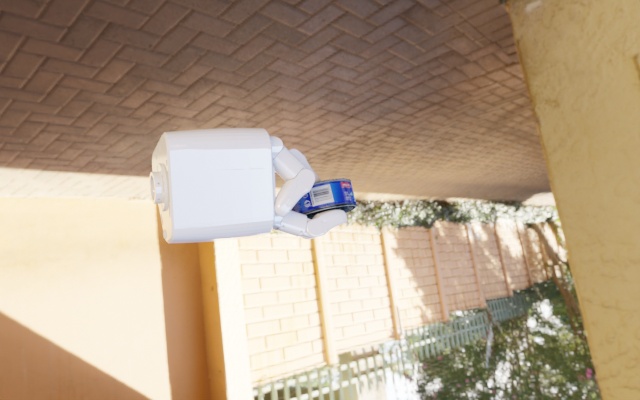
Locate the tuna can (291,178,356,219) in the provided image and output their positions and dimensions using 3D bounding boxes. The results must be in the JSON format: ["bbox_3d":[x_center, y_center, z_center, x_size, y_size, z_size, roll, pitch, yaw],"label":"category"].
[{"bbox_3d":[0.000,0.002,0.586,0.086,0.033,0.086,-13,-10,-2],"label":"tuna can"}]
